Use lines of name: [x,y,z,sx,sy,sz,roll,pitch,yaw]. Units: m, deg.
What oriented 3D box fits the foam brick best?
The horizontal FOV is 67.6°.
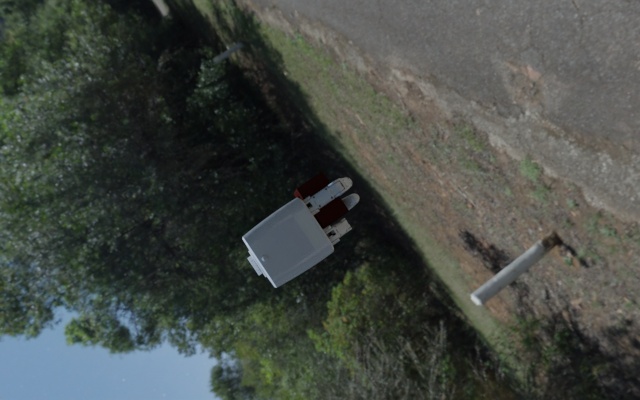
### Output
foam brick: [0.000,0.002,0.763,0.051,0.078,0.053,-34,-3,-11]
